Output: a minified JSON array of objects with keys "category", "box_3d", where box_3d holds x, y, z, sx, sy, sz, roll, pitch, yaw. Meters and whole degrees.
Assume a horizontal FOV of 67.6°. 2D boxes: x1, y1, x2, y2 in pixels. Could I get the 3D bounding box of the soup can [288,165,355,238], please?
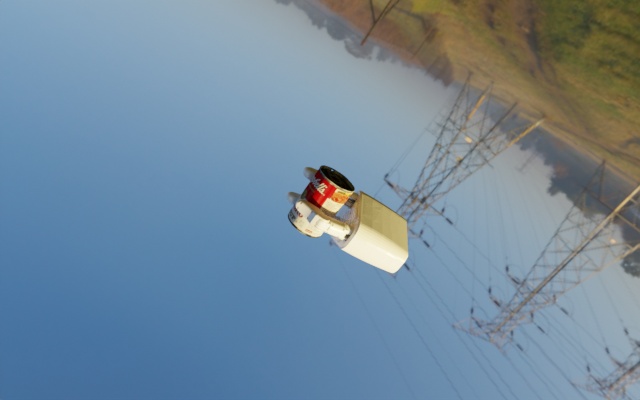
[{"category":"soup can","box_3d":[0.000,0.003,0.784,0.068,0.102,0.068,31,21,-13]}]
